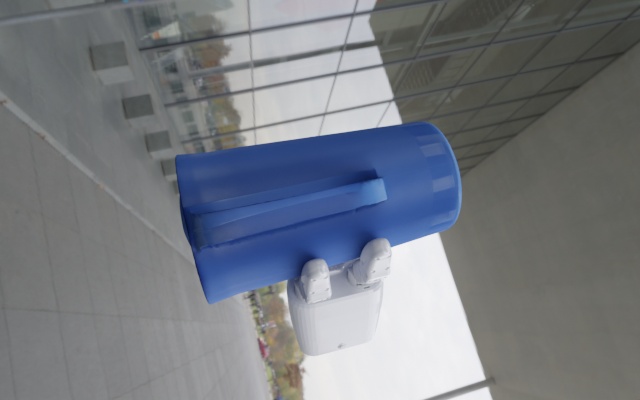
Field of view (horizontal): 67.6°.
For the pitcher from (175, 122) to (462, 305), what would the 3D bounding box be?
[{"bbox_3d":[0.000,0.002,0.429,0.243,0.145,0.149,-13,45,-10],"label":"pitcher"}]
